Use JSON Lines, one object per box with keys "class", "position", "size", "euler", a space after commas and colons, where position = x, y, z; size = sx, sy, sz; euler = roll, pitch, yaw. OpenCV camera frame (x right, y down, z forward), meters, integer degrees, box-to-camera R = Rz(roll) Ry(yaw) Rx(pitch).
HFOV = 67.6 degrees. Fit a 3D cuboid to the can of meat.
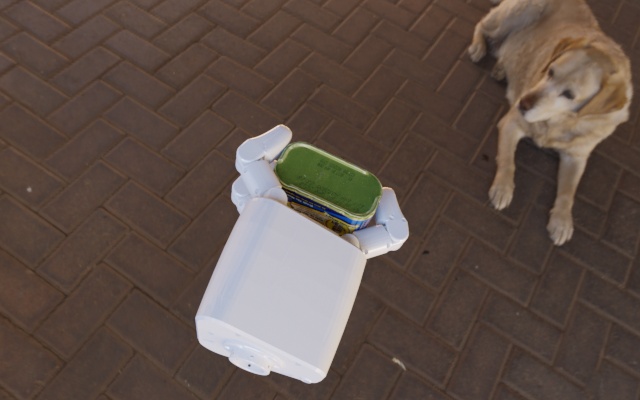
{"class": "can of meat", "position": [0.000, 0.001, 0.449], "size": [0.102, 0.057, 0.084], "euler": [24, -32, 2]}
